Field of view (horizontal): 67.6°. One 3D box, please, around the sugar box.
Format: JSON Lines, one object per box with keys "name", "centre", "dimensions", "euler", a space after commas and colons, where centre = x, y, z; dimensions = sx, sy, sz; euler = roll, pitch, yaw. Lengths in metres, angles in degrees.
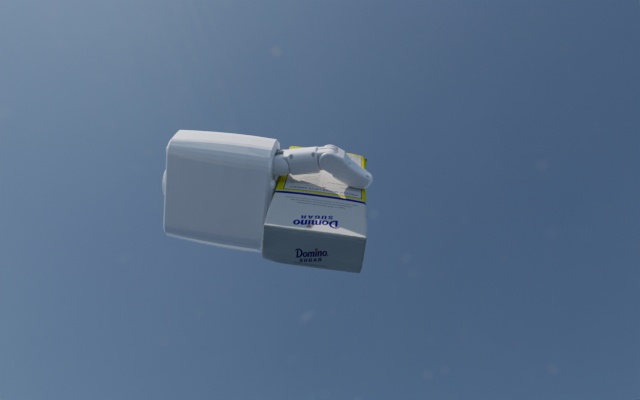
{"name": "sugar box", "centre": [0.000, 0.002, 0.494], "dimensions": [0.093, 0.048, 0.176], "euler": [8, 32, 2]}
